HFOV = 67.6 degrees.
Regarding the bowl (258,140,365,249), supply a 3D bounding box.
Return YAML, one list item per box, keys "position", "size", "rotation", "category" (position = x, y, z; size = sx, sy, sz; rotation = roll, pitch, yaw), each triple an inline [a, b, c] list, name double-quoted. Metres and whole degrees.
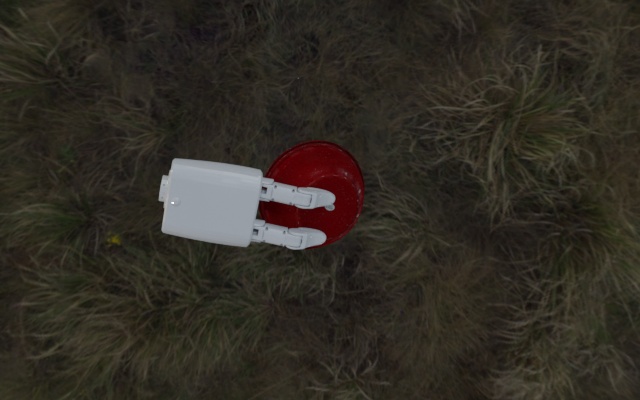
- position: [0.002, 0.002, 0.654]
  size: [0.162, 0.162, 0.055]
  rotation: [0, 18, -24]
  category: "bowl"
